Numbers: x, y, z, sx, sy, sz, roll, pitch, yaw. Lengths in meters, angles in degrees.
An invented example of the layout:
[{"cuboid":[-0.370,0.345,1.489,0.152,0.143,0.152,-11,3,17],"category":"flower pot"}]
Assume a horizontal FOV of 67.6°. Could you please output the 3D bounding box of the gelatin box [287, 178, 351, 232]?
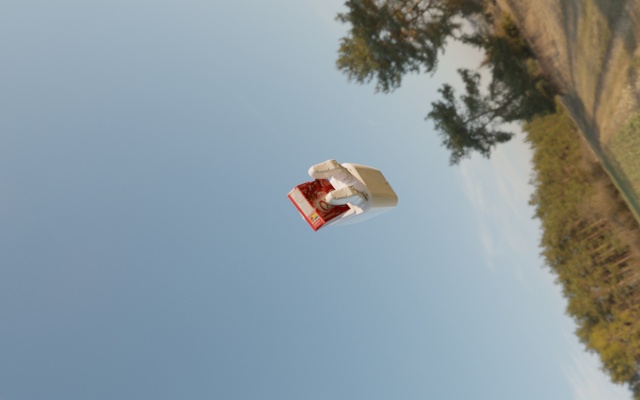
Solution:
[{"cuboid":[0.000,0.003,0.764,0.030,0.073,0.089,-44,-11,33],"category":"gelatin box"}]
